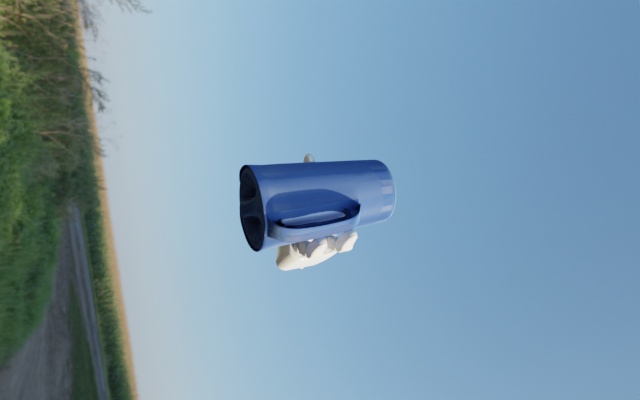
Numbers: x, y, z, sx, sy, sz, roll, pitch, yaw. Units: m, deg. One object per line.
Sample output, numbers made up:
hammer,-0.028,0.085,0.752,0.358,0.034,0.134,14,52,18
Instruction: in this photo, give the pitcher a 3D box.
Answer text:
pitcher,0.000,0.003,0.761,0.243,0.149,0.145,-8,-20,-24
